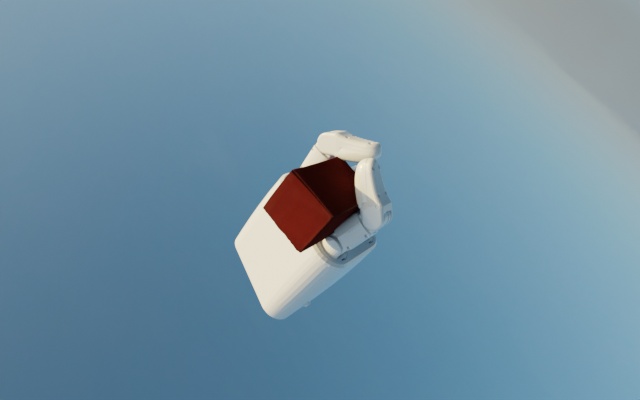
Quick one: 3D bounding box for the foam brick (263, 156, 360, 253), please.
[{"bbox_3d":[0.000,0.001,0.416,0.051,0.053,0.078,-47,-14,33],"label":"foam brick"}]
